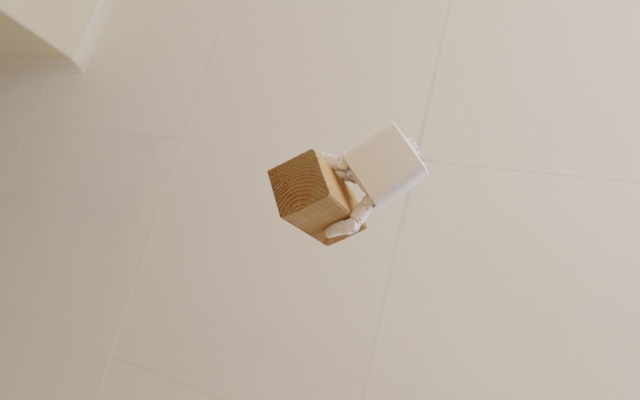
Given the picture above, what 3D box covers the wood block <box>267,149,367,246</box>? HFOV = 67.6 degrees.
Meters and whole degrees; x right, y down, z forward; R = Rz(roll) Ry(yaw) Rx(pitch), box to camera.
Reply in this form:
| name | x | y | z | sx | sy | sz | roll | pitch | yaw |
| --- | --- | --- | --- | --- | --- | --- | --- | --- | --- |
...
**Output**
| name | x | y | z | sx | sy | sz | roll | pitch | yaw |
| --- | --- | --- | --- | --- | --- | --- | --- | --- | --- |
| wood block | 0.001 | 0.003 | 0.840 | 0.090 | 0.090 | 0.206 | -25 | -25 | 13 |
